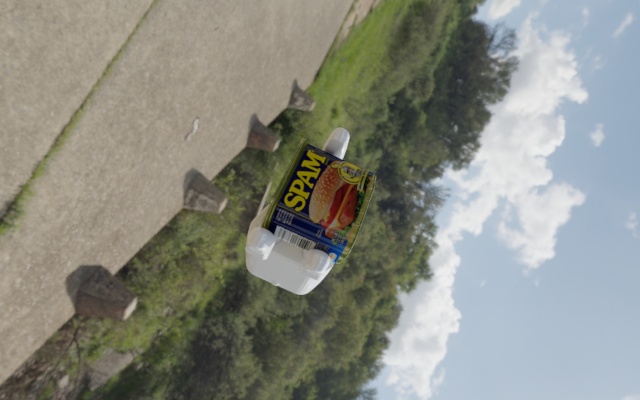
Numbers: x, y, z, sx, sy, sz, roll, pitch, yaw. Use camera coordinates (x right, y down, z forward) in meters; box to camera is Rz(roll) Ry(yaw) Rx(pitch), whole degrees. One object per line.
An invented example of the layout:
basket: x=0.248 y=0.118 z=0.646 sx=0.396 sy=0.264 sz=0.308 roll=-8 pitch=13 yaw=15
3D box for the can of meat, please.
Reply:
can of meat: x=0.000 y=0.002 z=0.464 sx=0.084 sy=0.102 sz=0.057 roll=24 pitch=-33 yaw=-1
